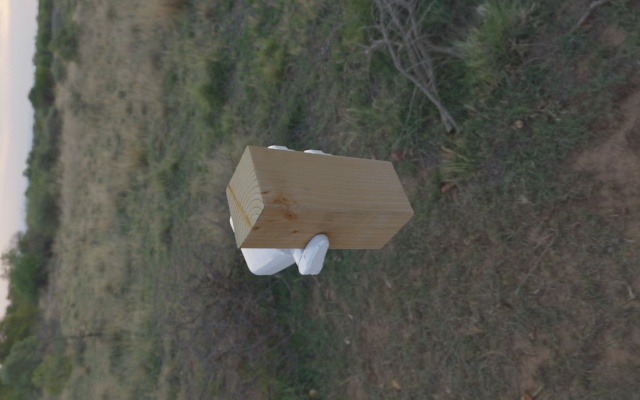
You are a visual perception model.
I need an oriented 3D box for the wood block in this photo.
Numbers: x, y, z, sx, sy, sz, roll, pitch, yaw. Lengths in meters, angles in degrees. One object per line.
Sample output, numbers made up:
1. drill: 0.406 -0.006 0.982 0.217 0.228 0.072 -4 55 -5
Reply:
1. wood block: 0.000 0.002 0.599 0.206 0.090 0.090 3 -37 -30
